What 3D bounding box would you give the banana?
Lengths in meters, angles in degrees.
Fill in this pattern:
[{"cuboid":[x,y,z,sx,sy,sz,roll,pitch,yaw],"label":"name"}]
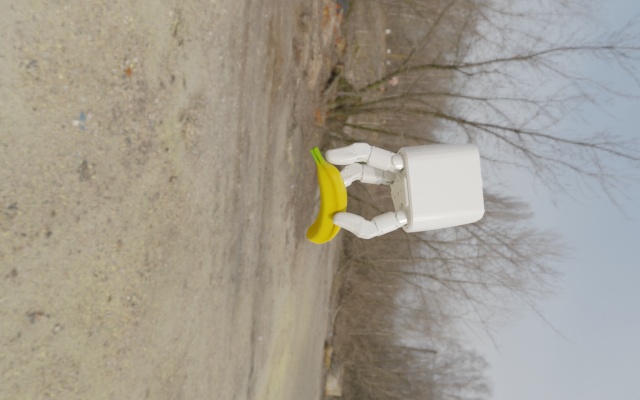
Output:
[{"cuboid":[0.008,0.013,0.693,0.037,0.069,0.198,-17,-38,-20],"label":"banana"}]
